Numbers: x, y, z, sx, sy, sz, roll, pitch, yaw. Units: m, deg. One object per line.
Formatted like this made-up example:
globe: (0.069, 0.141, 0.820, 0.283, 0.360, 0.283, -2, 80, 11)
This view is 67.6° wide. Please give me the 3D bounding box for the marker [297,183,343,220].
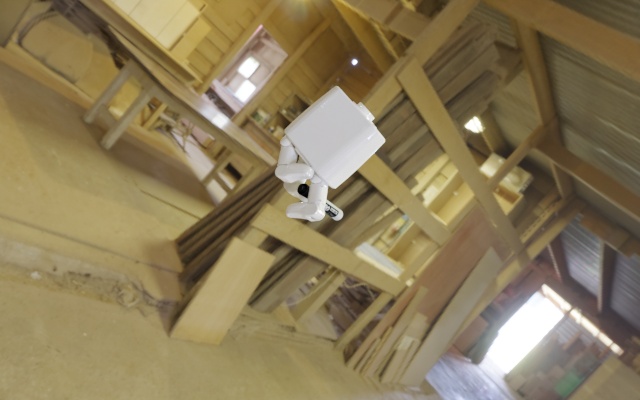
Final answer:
marker: (0.000, 0.002, 0.741, 0.020, 0.020, 0.121, 0, -21, 31)
